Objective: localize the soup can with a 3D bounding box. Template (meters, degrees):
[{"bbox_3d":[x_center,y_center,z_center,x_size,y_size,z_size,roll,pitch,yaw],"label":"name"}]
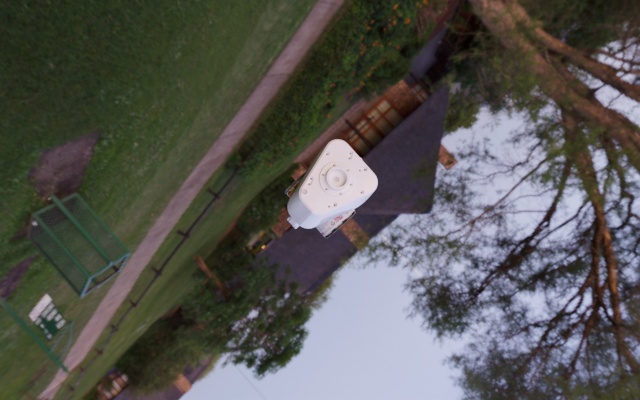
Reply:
[{"bbox_3d":[0.000,0.003,0.781,0.068,0.102,0.068,-42,-1,-1],"label":"soup can"}]
